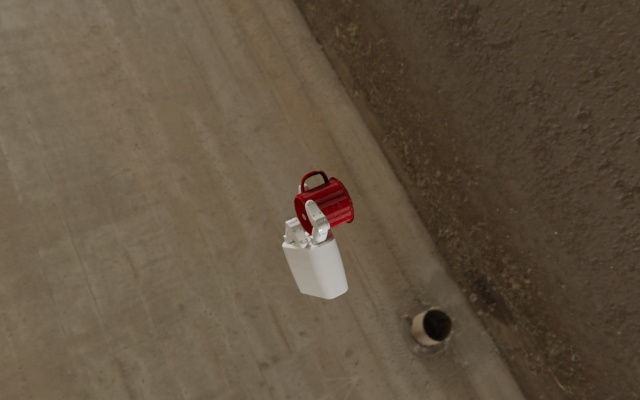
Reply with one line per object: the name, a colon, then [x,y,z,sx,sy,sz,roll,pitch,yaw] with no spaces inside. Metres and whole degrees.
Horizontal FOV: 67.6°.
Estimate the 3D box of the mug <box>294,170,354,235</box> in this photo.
mug: [0.000,0.002,0.877,0.081,0.117,0.093,-23,13,-20]
